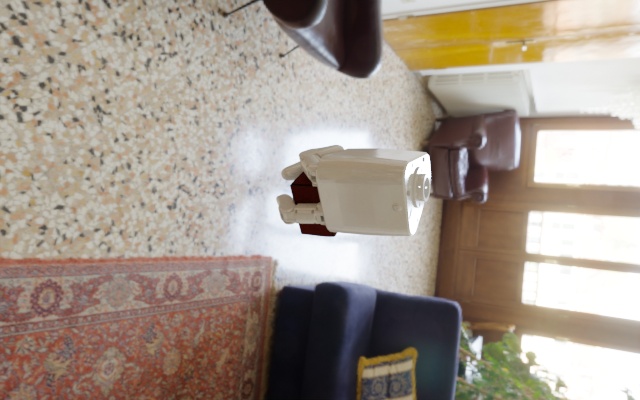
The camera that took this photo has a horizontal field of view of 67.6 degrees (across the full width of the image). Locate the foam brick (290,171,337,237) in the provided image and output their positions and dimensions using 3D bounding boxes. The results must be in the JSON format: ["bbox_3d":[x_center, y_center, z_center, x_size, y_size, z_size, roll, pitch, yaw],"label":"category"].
[{"bbox_3d":[0.000,0.002,0.630,0.051,0.078,0.053,4,31,27],"label":"foam brick"}]
